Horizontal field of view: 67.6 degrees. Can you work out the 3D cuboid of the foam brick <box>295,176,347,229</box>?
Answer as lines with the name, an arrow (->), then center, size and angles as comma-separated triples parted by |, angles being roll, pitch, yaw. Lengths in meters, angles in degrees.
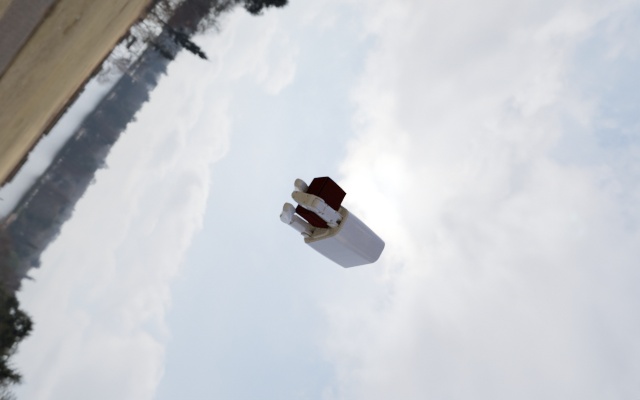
foam brick -> 0.000, 0.002, 0.852 | 0.051, 0.078, 0.053 | 38, -17, -25
